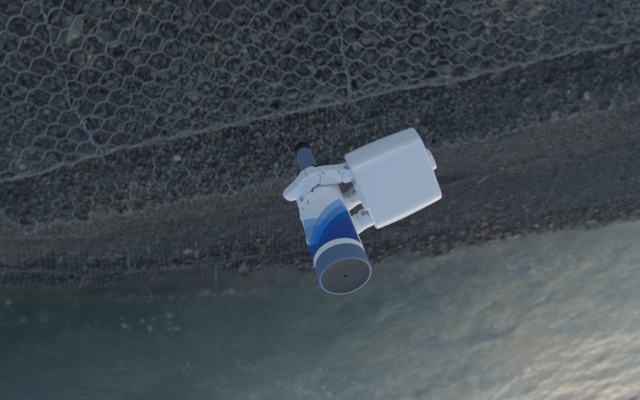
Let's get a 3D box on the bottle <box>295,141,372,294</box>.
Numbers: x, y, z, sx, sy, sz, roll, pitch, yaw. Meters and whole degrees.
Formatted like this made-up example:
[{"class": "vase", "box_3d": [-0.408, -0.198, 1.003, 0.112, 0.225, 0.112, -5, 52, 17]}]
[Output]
[{"class": "bottle", "box_3d": [0.000, 0.002, 0.694, 0.069, 0.069, 0.295, 0, 38, -15]}]
